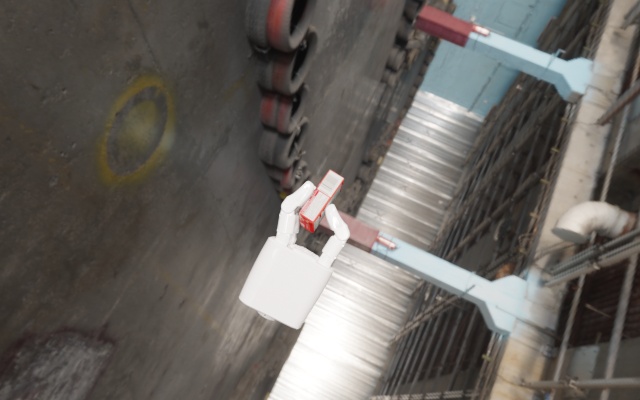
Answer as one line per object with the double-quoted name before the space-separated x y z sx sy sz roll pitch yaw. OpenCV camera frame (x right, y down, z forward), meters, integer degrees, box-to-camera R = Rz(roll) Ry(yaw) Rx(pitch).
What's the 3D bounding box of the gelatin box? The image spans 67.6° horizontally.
"gelatin box" 0.001 0.002 0.758 0.030 0.089 0.073 33 -12 7
